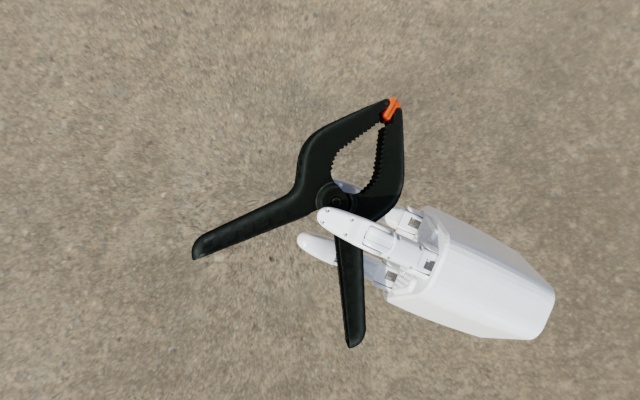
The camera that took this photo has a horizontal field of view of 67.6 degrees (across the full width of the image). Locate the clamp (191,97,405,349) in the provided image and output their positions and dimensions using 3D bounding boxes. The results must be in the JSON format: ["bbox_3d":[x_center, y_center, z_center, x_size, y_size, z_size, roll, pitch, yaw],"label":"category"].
[{"bbox_3d":[0.001,0.001,0.406,0.164,0.210,0.036,24,-2,-8],"label":"clamp"}]
